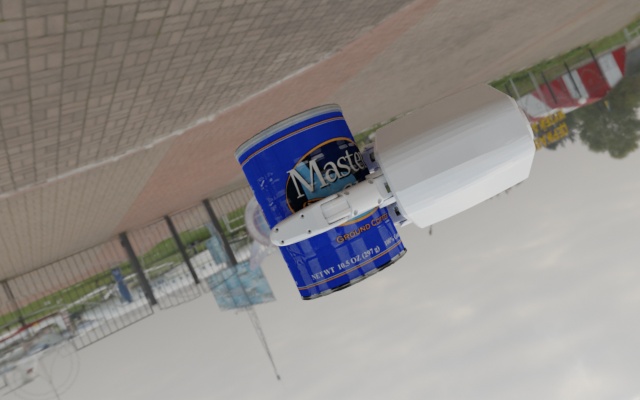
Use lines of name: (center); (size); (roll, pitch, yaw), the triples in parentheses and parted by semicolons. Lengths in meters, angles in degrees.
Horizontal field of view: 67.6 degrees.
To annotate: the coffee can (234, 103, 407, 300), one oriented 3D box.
coffee can: (0.000, 0.001, 0.421); (0.103, 0.140, 0.103); (-25, -1, 0)
